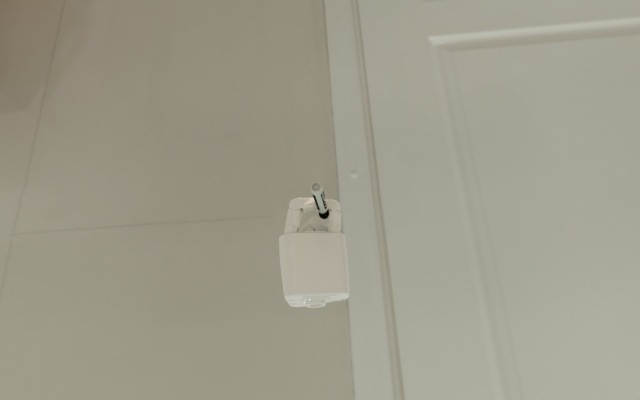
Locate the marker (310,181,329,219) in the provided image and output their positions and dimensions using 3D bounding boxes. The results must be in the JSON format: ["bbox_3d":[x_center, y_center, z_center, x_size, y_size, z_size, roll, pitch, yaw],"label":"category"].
[{"bbox_3d":[0.000,0.003,0.784,0.020,0.020,0.121,0,-23,7],"label":"marker"}]
